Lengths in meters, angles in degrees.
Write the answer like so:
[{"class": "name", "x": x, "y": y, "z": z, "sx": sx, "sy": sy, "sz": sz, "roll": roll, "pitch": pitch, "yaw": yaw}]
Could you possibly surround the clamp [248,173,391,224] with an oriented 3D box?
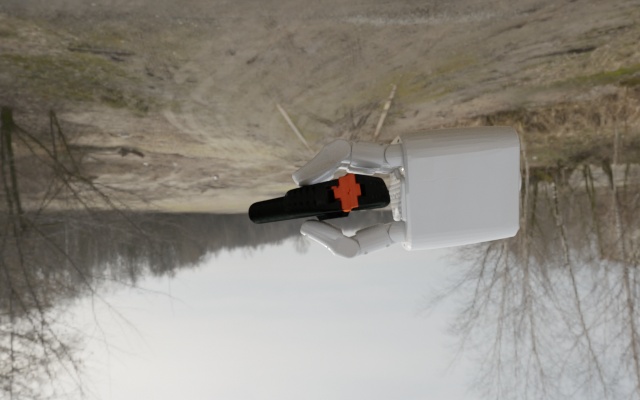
[{"class": "clamp", "x": 0.000, "y": 0.002, "z": 0.465, "sx": 0.164, "sy": 0.036, "sz": 0.210, "roll": -8, "pitch": -3, "yaw": 0}]
